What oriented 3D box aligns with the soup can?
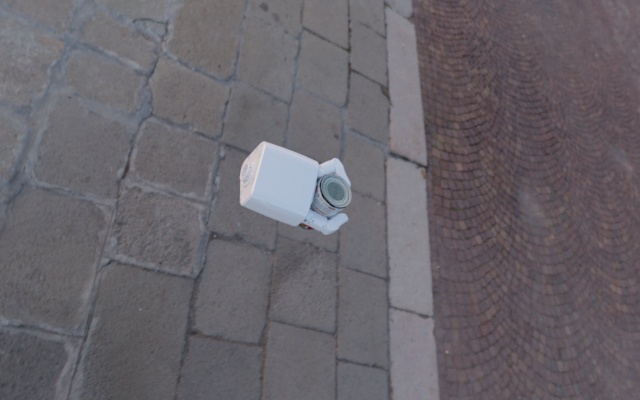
[{"bbox_3d":[0.001,0.003,0.853,0.068,0.068,0.102,0,-24,-37],"label":"soup can"}]
